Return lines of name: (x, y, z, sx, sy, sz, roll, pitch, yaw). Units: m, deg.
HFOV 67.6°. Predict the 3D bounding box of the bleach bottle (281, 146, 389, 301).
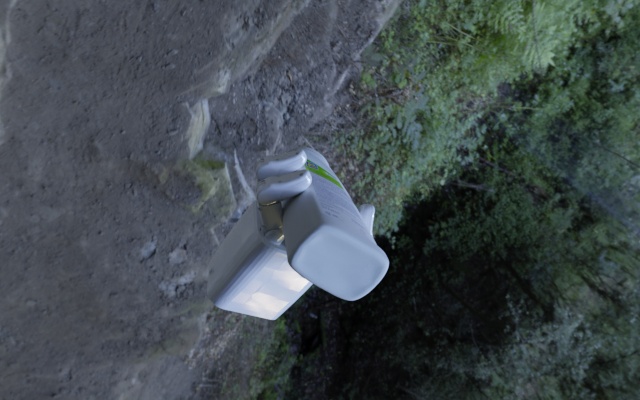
bleach bottle: (0.000, 0.002, 0.566, 0.102, 0.068, 0.250, 32, 20, -23)
